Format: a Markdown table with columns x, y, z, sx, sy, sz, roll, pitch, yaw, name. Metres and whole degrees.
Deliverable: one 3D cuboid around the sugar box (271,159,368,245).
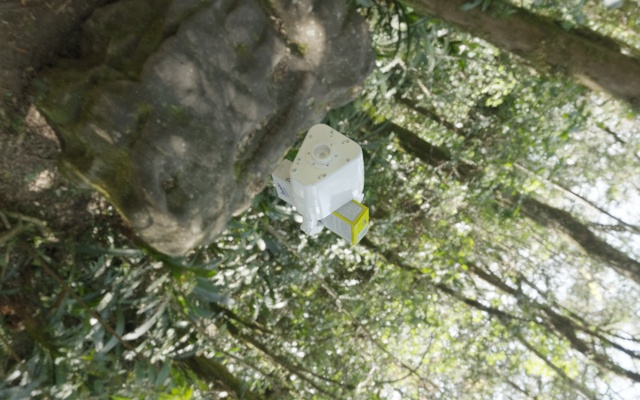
| x | y | z | sx | sy | sz | roll | pitch | yaw | name |
| --- | --- | --- | --- | --- | --- | --- | --- | --- | --- |
| 0.001 | 0.002 | 0.831 | 0.176 | 0.048 | 0.093 | 34 | -20 | 20 | sugar box |
